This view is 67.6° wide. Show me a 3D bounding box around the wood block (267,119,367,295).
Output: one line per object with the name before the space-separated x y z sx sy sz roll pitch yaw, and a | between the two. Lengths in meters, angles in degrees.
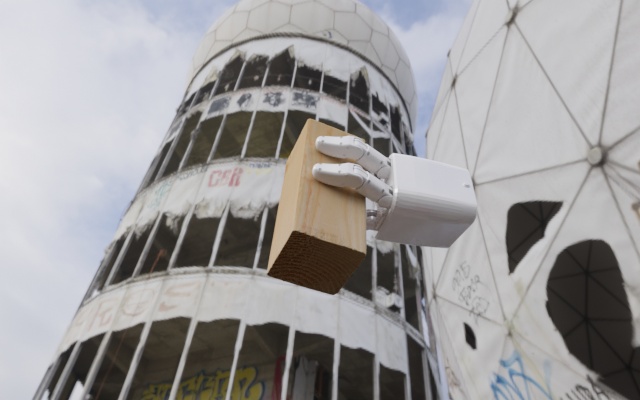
wood block | 0.000 0.002 0.608 0.090 0.206 0.091 19 -48 -13
